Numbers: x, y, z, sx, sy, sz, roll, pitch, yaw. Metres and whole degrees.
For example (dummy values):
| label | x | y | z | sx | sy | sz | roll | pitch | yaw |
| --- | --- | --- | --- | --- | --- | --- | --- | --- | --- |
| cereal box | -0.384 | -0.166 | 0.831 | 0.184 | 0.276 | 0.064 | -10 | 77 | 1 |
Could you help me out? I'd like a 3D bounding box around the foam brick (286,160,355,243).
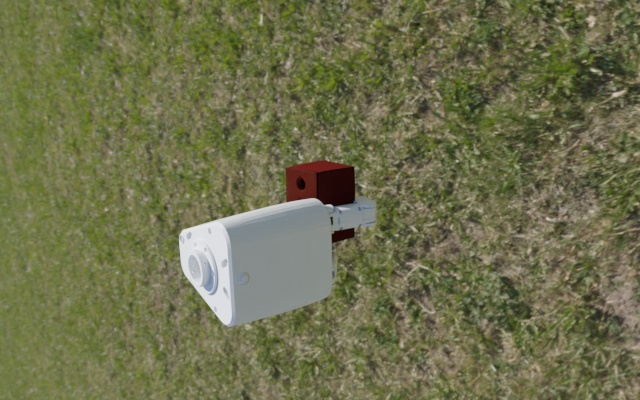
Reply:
| label | x | y | z | sx | sy | sz | roll | pitch | yaw |
| --- | --- | --- | --- | --- | --- | --- | --- | --- | --- |
| foam brick | 0.000 | 0.001 | 0.493 | 0.051 | 0.078 | 0.053 | -11 | 15 | -37 |
